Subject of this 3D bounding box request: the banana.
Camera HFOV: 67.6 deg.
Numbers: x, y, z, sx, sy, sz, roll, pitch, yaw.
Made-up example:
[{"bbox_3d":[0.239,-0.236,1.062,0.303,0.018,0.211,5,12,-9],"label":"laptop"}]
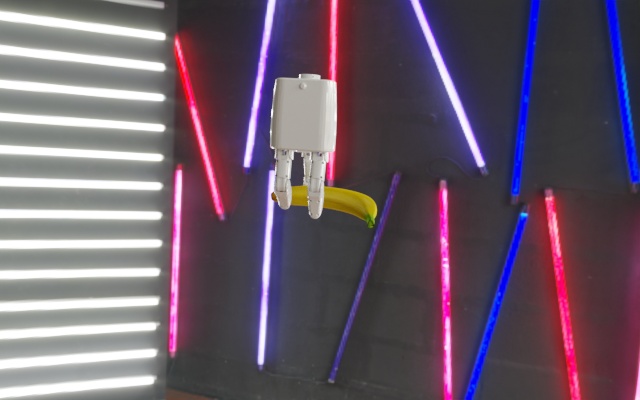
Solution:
[{"bbox_3d":[0.013,0.000,0.765,0.198,0.037,0.069,12,17,33],"label":"banana"}]
